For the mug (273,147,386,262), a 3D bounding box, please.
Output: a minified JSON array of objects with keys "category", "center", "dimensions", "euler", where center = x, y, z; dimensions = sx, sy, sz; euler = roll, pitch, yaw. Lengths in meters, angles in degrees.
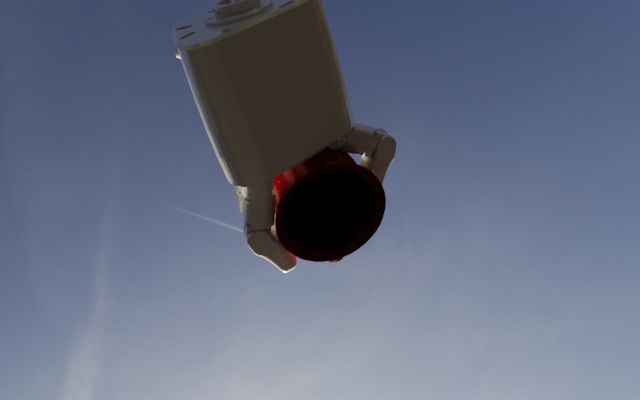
[{"category":"mug","center":[0.000,0.002,0.420],"dimensions":[0.093,0.117,0.081],"euler":[-20,35,-7]}]
